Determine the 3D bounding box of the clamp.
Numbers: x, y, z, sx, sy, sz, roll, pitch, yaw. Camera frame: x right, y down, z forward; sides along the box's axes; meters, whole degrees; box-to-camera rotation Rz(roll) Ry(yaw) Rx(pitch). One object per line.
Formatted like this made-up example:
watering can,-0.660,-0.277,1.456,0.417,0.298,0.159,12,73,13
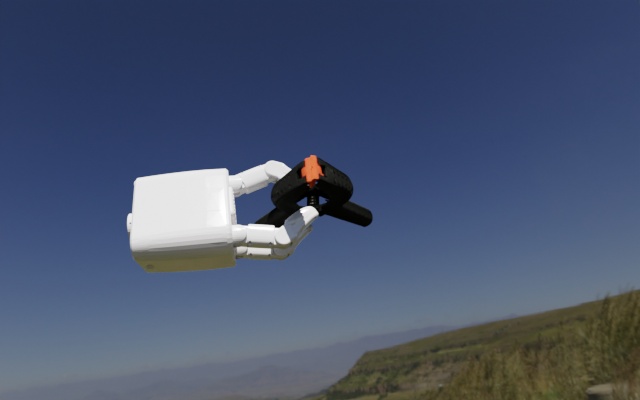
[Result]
clamp,0.000,0.001,0.583,0.164,0.036,0.210,-5,-20,-9
